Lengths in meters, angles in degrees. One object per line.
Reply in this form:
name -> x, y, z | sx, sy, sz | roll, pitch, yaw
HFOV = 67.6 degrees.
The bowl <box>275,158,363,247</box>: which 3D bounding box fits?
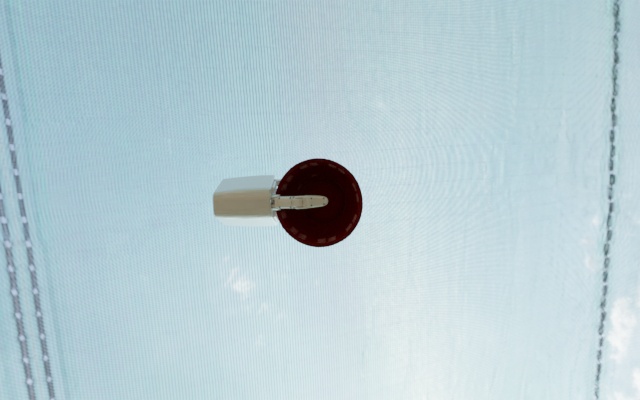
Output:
bowl -> 0.002, 0.003, 0.885 | 0.162, 0.162, 0.055 | 0, 4, 10
